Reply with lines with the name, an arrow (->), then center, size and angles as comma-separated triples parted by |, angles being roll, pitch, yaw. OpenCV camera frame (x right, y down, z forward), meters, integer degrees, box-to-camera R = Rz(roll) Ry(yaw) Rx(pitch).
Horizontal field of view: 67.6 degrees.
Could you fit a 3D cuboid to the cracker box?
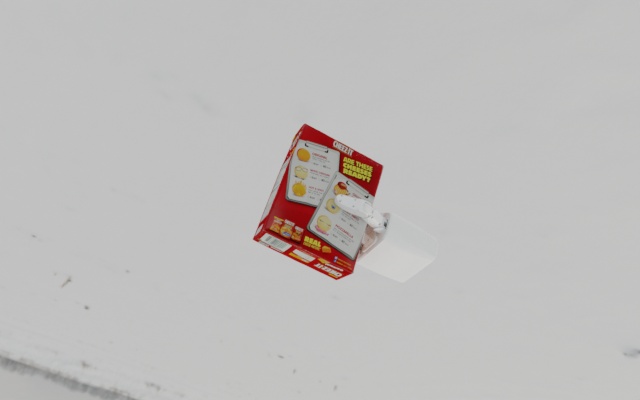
cracker box -> 0.000, 0.003, 0.806 | 0.164, 0.213, 0.072 | 27, -29, -15
